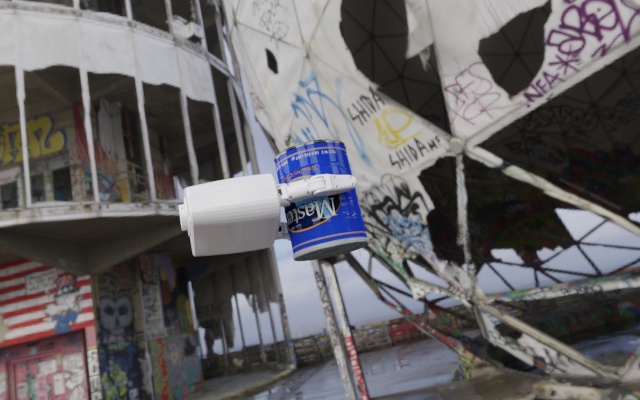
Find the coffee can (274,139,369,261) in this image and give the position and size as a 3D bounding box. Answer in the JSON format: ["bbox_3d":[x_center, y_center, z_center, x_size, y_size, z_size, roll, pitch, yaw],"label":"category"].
[{"bbox_3d":[0.000,0.002,0.646,0.103,0.140,0.103,-12,-13,-3],"label":"coffee can"}]
